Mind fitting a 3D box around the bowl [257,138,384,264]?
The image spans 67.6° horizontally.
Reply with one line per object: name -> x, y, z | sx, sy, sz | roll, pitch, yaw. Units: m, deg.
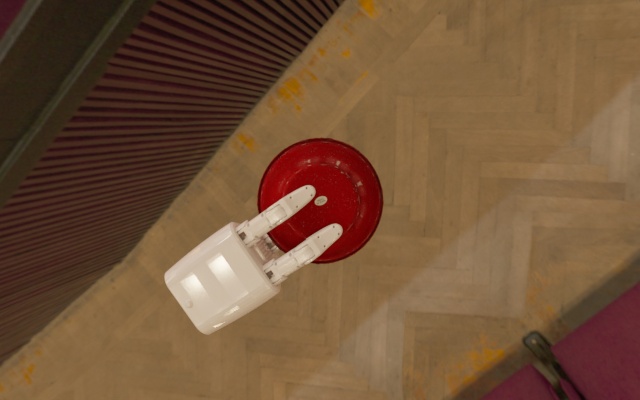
bowl -> 0.001, 0.001, 0.585 | 0.162, 0.162, 0.055 | 0, 2, -1
